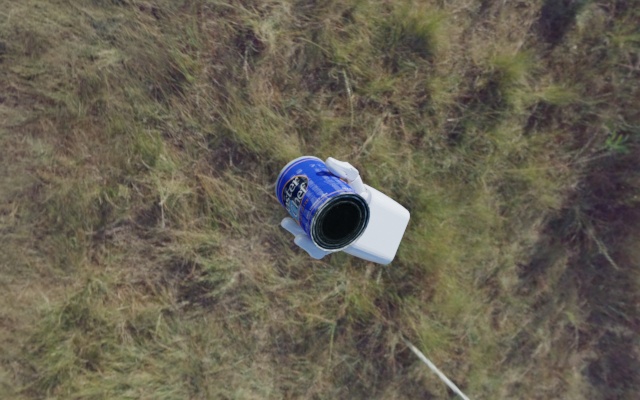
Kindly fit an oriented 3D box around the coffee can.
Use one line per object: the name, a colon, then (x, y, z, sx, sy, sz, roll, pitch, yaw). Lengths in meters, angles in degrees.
coffee can: (0.000, 0.002, 0.766, 0.103, 0.103, 0.140, 0, 27, -30)
